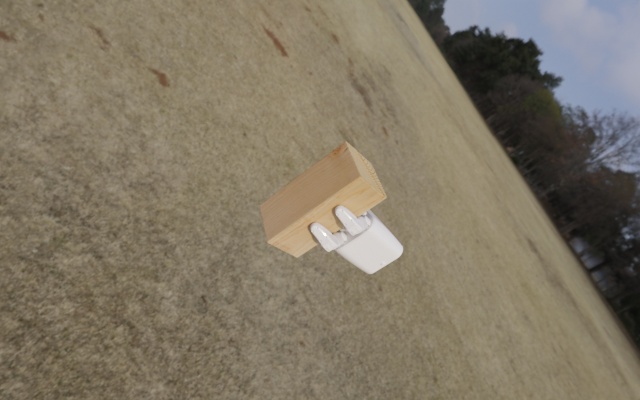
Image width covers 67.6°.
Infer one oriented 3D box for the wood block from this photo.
[{"bbox_3d":[0.000,0.003,0.856,0.206,0.090,0.090,-35,-42,20],"label":"wood block"}]
